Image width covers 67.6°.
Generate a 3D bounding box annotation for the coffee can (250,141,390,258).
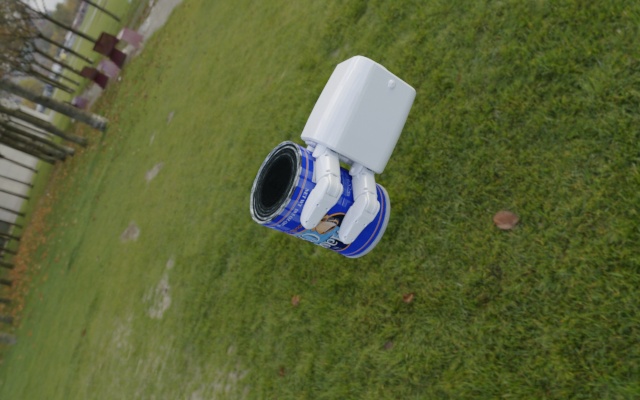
[{"bbox_3d":[0.000,0.002,0.585,0.140,0.102,0.103,24,-13,-32],"label":"coffee can"}]
